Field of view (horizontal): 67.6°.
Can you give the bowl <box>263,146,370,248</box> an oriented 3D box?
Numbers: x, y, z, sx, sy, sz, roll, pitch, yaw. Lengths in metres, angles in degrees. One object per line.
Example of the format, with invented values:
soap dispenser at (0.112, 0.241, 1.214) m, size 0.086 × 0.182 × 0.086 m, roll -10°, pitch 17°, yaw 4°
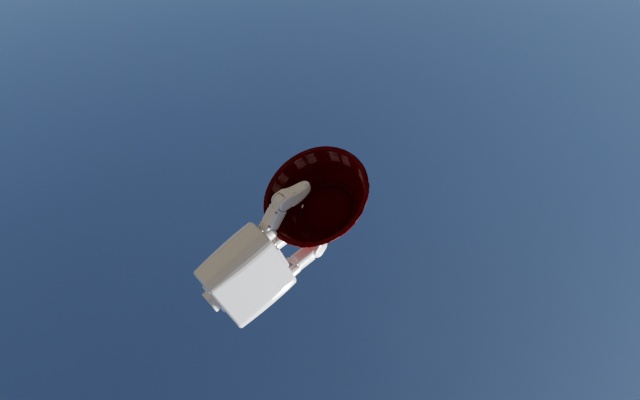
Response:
bowl at (0.001, 0.002, 0.700) m, size 0.162 × 0.162 × 0.055 m, roll 0°, pitch -26°, yaw 24°
